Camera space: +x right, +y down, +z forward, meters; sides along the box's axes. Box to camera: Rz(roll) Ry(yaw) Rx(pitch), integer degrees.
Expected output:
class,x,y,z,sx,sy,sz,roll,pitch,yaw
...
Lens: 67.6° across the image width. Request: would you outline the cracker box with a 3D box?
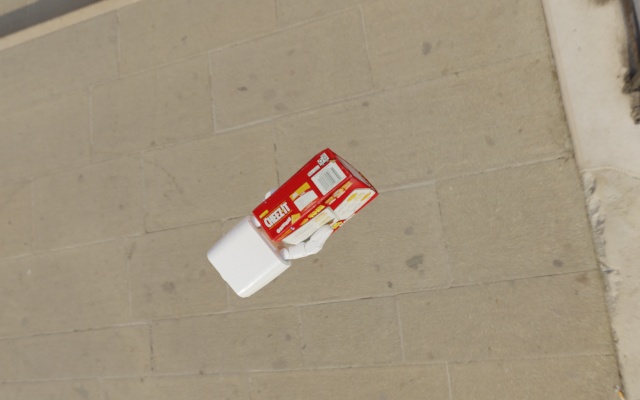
class,x,y,z,sx,sy,sz,roll,pitch,yaw
cracker box,0.000,0.003,0.835,0.164,0.072,0.214,-40,-17,10
